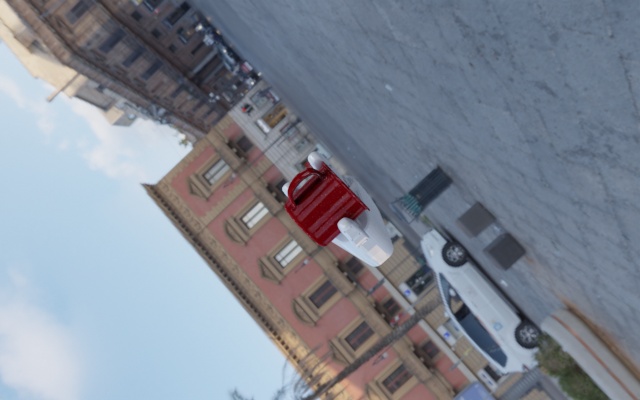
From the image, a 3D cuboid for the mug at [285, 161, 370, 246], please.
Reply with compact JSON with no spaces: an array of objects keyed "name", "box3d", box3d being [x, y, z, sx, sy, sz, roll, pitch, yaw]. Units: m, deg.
[{"name":"mug","box3d":[-0.001,0.002,0.638,0.117,0.081,0.093,42,5,-46]}]
